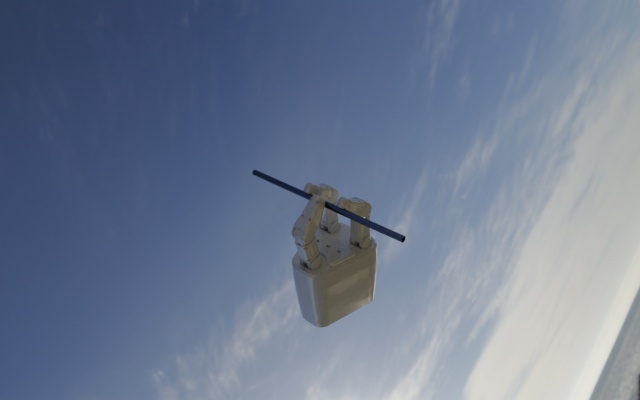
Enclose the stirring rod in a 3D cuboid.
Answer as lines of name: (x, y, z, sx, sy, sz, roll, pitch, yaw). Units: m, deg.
stirring rod: (0.000, 0.002, 0.589, 0.239, 0.011, 0.011, 24, 14, 34)
